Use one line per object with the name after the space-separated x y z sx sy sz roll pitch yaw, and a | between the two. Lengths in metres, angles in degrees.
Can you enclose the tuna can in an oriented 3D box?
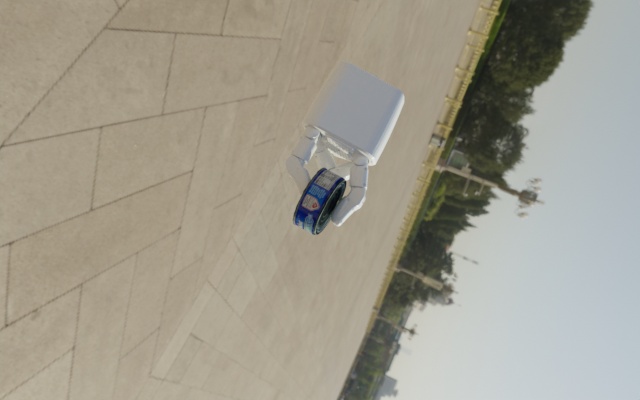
0.001 0.002 0.628 0.034 0.086 0.086 29 7 12 | tuna can
